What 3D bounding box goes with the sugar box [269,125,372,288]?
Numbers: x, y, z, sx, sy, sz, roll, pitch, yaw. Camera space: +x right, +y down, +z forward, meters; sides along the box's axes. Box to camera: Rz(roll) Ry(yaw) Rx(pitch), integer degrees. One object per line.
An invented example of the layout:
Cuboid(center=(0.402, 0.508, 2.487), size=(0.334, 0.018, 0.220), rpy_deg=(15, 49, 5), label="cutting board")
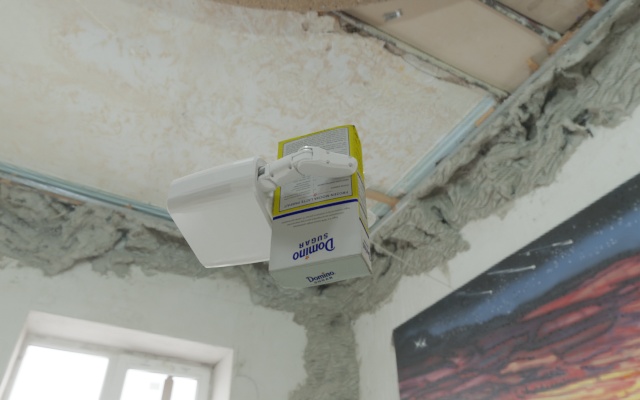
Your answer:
Cuboid(center=(0.000, 0.002, 0.499), size=(0.093, 0.176, 0.048), rpy_deg=(-12, -39, 15), label="sugar box")
